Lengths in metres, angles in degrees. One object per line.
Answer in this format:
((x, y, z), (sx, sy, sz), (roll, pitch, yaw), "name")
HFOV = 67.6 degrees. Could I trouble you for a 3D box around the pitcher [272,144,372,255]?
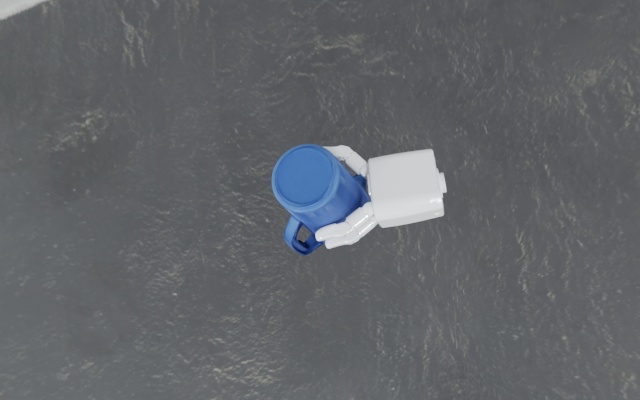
((0.000, 0.003, 0.812), (0.145, 0.149, 0.243), (-9, -16, 13), "pitcher")
